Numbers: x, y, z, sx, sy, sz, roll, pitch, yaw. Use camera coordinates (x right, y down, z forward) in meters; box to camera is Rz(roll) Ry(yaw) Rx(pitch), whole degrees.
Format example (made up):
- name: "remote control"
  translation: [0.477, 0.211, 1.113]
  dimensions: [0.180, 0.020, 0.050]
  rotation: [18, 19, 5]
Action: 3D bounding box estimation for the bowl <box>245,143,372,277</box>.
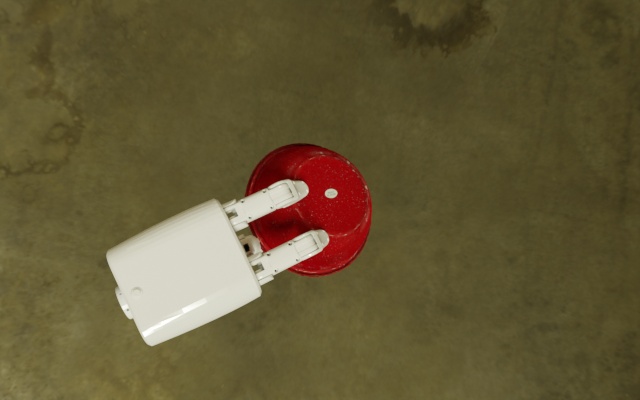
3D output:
- name: "bowl"
  translation: [0.001, 0.001, 0.538]
  dimensions: [0.162, 0.162, 0.055]
  rotation: [0, -16, -26]
